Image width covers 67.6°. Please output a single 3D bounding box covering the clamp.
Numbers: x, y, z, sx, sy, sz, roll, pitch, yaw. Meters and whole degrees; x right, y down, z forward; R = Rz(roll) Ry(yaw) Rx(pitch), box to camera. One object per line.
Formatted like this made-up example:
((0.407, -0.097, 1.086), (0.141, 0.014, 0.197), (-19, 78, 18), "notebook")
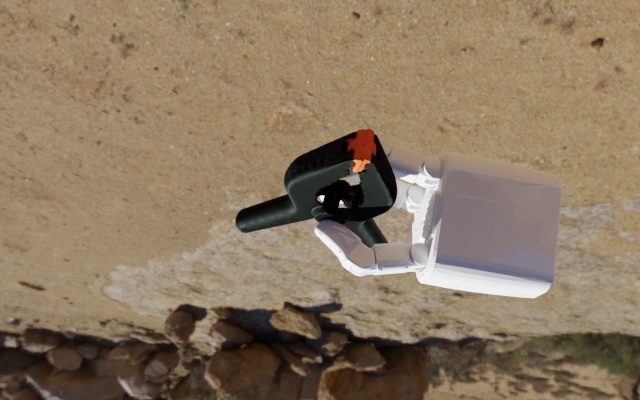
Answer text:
((0.000, 0.002, 0.427), (0.164, 0.036, 0.210), (9, -25, -2), "clamp")
